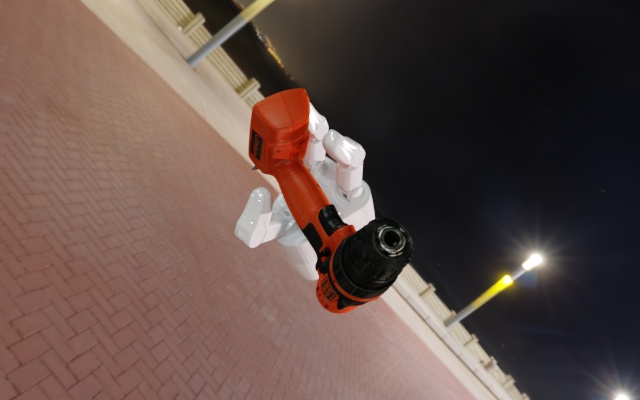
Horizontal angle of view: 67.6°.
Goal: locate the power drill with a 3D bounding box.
[{"bbox_3d":[0.000,0.001,0.409,0.057,0.187,0.184,-21,-17,-19],"label":"power drill"}]
